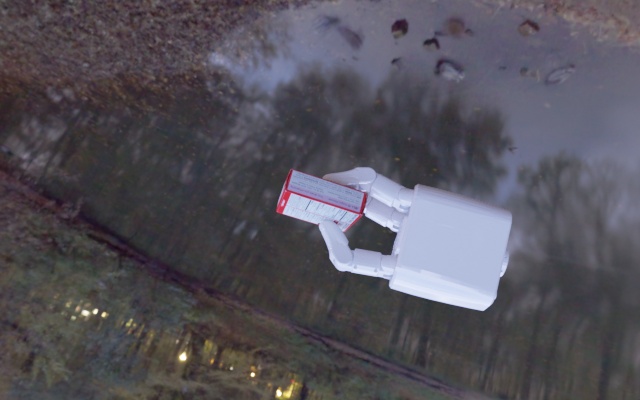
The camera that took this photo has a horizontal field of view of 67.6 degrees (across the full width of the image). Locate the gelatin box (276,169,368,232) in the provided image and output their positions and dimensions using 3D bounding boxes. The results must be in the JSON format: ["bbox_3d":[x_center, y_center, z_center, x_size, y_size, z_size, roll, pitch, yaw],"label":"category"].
[{"bbox_3d":[0.000,0.002,0.534,0.089,0.030,0.073,17,-21,-6],"label":"gelatin box"}]
